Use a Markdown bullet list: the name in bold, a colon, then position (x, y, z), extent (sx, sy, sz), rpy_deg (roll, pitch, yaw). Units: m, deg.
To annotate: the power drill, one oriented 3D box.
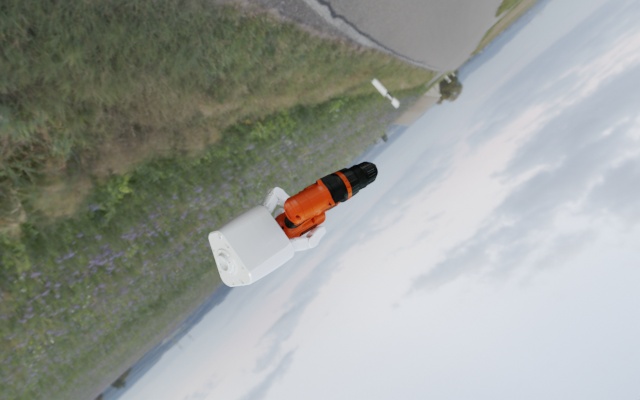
- **power drill**: position (0.000, 0.003, 0.855), extent (0.184, 0.057, 0.188), rpy_deg (-26, -10, -26)
